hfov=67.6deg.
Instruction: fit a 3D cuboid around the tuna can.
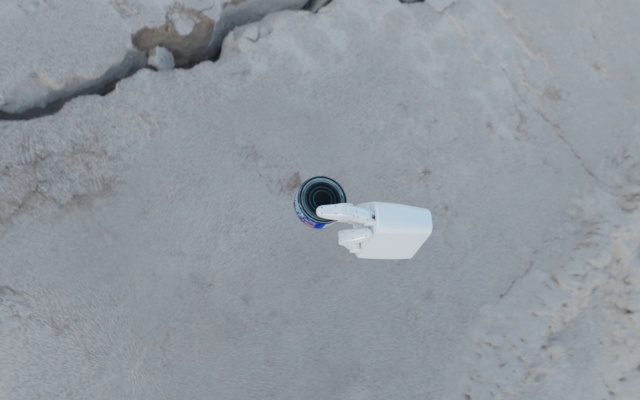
[{"bbox_3d":[0.000,0.002,0.797,0.086,0.086,0.034,0,-18,-16],"label":"tuna can"}]
